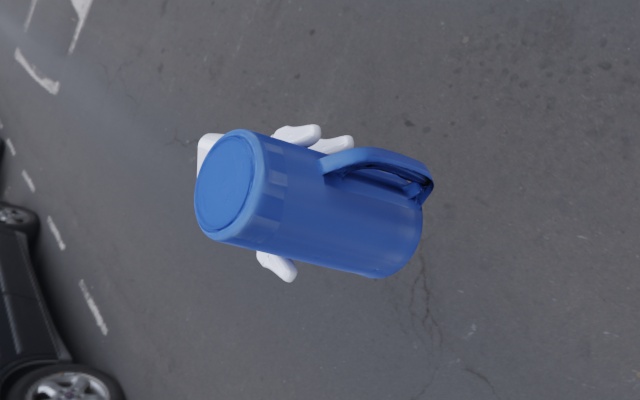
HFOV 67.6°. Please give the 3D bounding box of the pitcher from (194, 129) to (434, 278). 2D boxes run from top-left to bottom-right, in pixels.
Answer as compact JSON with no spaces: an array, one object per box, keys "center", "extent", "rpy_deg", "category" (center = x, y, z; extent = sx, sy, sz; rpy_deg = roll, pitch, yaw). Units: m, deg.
[{"center":[0.000,0.002,0.515],"extent":[0.243,0.149,0.145],"rpy_deg":[16,2,-44],"category":"pitcher"}]
